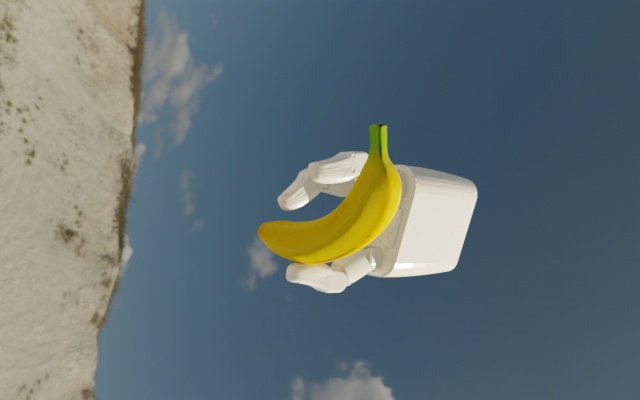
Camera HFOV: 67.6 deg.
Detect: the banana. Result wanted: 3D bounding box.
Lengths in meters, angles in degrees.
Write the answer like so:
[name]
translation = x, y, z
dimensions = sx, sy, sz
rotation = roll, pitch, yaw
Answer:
[banana]
translation = 0.006, 0.017, 0.396
dimensions = 0.037, 0.069, 0.198
rotation = 0, -25, -37
